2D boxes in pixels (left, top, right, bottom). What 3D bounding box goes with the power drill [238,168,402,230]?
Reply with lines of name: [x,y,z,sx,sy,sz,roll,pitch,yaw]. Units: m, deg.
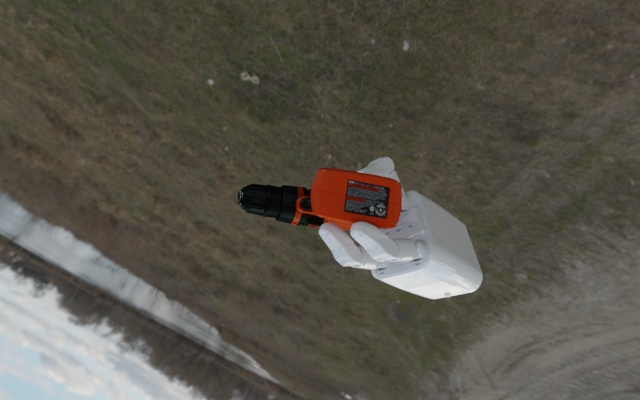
power drill: [0.000,0.002,0.584,0.184,0.057,0.187,8,-6,-17]
